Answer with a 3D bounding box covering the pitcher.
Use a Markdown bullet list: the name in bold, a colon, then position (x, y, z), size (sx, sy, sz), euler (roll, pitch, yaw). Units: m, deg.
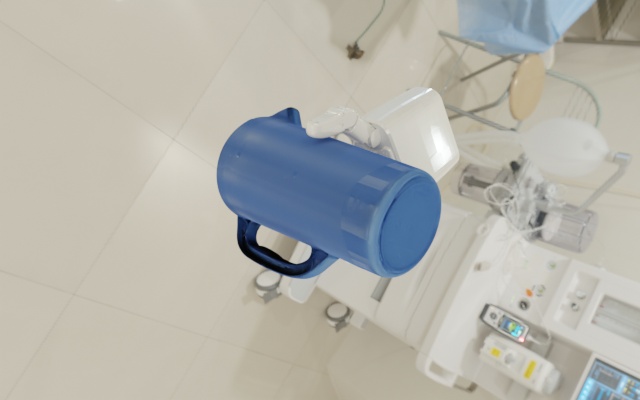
- **pitcher**: position (0.000, 0.002, 0.524), size (0.145, 0.149, 0.242), euler (-34, 37, -30)
